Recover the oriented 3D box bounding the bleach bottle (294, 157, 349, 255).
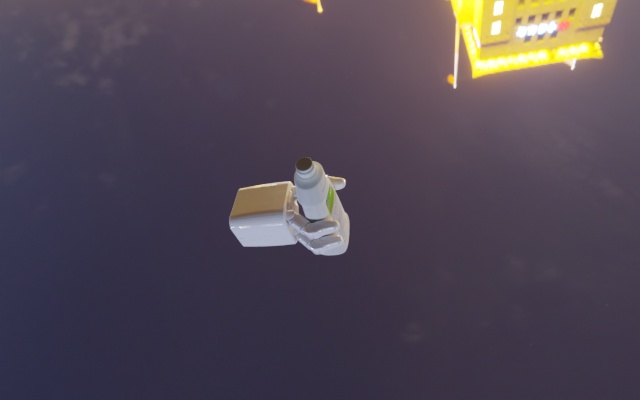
[{"bbox_3d":[0.000,0.003,0.869,0.068,0.102,0.251,-5,-34,11],"label":"bleach bottle"}]
